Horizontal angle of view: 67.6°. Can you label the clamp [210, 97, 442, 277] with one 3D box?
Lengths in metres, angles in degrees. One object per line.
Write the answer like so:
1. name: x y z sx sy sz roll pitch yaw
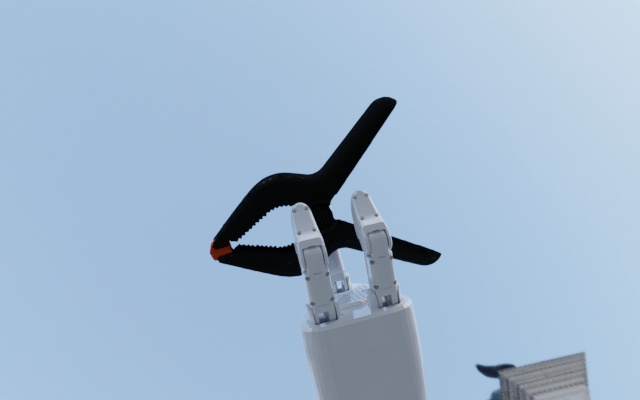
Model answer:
1. clamp: -0.001 0.002 0.435 0.210 0.164 0.036 -13 6 -10
